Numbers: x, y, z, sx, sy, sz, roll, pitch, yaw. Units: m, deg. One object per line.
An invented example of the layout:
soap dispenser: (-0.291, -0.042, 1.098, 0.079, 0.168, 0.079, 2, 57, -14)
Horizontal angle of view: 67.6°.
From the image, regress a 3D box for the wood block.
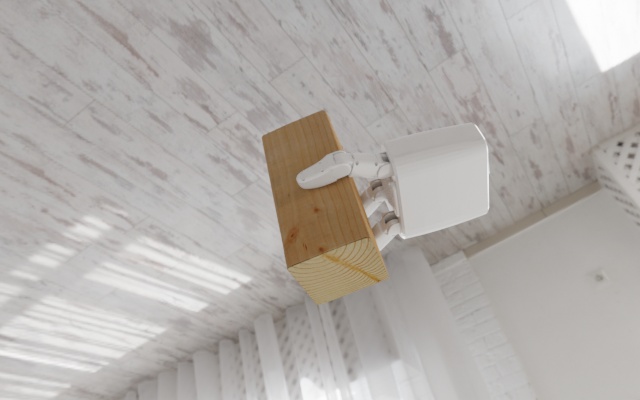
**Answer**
wood block: (0.000, 0.002, 0.565, 0.090, 0.206, 0.091, -22, -42, 7)
